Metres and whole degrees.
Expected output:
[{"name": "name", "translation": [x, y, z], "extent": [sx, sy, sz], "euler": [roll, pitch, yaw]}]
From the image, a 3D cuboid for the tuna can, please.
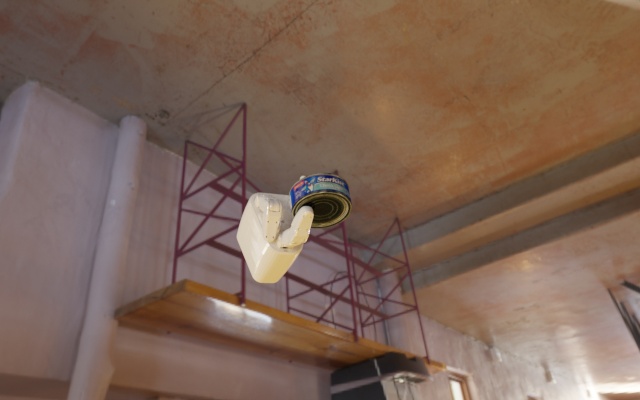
[{"name": "tuna can", "translation": [0.000, 0.003, 0.665], "extent": [0.086, 0.033, 0.086], "euler": [-6, -38, -4]}]
